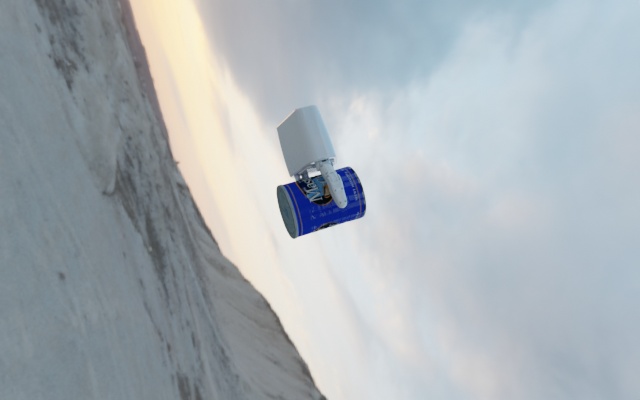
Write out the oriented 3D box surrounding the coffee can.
[{"bbox_3d":[0.000,0.003,0.890,0.140,0.103,0.103,-16,4,-16],"label":"coffee can"}]
